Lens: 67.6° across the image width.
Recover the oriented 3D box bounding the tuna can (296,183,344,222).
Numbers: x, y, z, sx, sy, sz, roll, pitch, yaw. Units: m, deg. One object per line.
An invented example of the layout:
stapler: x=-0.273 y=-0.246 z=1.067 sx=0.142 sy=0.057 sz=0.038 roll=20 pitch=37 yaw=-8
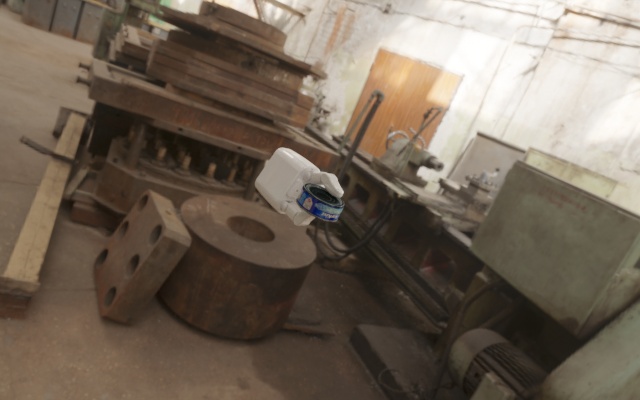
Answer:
tuna can: x=0.000 y=0.002 z=0.880 sx=0.086 sy=0.034 sz=0.086 roll=24 pitch=18 yaw=-8
